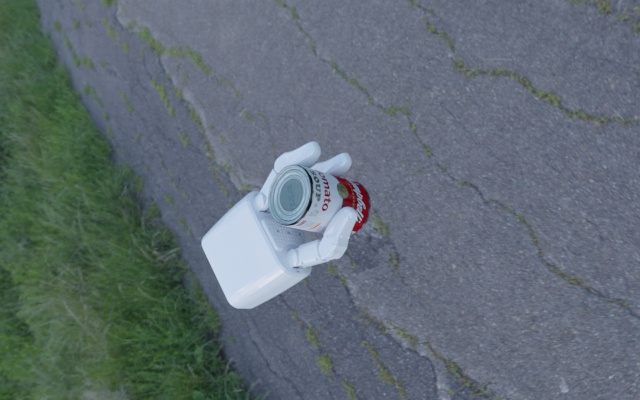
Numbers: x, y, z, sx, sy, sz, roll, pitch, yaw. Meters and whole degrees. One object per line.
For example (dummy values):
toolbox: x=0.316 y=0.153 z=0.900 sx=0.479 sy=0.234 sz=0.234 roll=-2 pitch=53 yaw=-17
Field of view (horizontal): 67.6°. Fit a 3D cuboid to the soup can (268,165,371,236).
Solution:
soup can: x=0.000 y=0.002 z=0.537 sx=0.068 sy=0.068 sz=0.102 roll=0 pitch=-9 yaw=43
